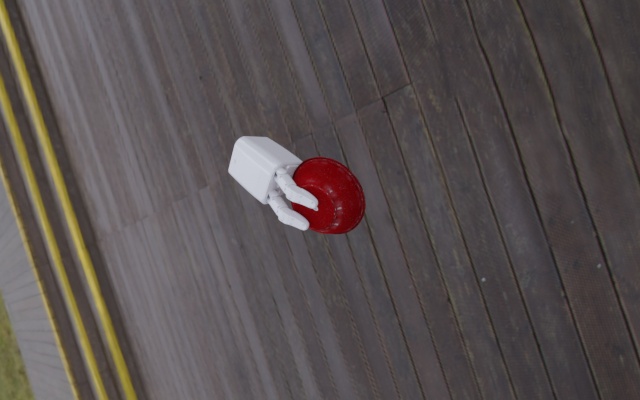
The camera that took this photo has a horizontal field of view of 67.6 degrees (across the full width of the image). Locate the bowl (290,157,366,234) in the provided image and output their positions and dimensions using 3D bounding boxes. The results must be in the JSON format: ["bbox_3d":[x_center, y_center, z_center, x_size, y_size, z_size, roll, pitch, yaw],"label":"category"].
[{"bbox_3d":[0.001,0.004,0.891,0.162,0.162,0.055,0,24,32],"label":"bowl"}]
